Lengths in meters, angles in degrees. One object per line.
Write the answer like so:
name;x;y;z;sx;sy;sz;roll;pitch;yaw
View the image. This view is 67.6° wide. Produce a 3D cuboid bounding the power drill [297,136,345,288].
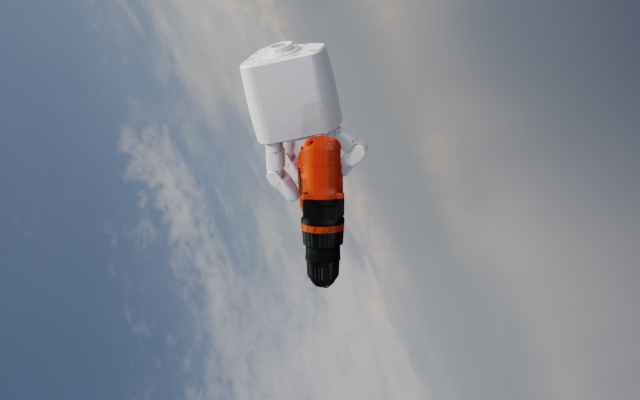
power drill;0.000;0.002;0.637;0.057;0.184;0.187;0;12;-5
